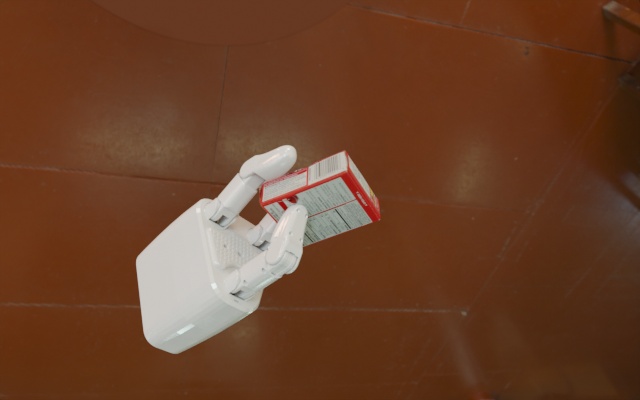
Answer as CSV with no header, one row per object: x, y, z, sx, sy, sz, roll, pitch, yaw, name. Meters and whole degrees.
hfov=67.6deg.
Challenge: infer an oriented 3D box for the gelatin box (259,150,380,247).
0.000,0.002,0.437,0.089,0.030,0.073,-21,-46,19,gelatin box
